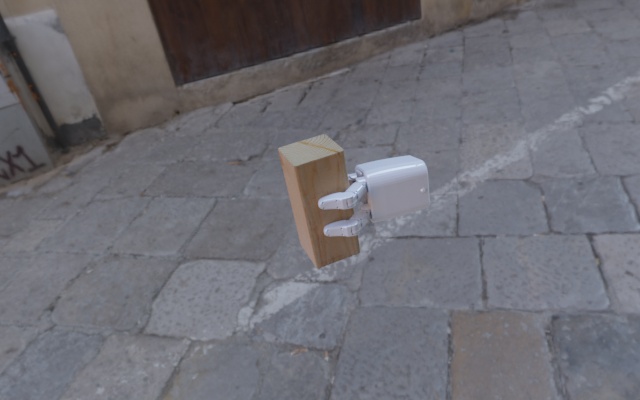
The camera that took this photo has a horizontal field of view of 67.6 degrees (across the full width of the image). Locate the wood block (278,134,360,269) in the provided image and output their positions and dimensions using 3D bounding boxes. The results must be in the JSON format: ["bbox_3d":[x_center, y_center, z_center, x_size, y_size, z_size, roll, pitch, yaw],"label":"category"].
[{"bbox_3d":[0.000,0.002,0.838,0.090,0.206,0.090,-19,31,-13],"label":"wood block"}]
